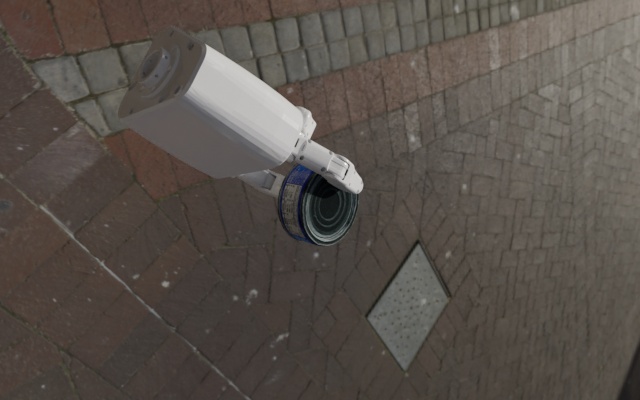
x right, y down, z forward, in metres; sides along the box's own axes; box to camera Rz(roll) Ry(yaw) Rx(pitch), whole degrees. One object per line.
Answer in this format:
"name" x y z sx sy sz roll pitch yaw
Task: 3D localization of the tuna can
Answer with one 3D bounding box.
"tuna can" 0.001 0.002 0.476 0.033 0.086 0.086 12 8 42
